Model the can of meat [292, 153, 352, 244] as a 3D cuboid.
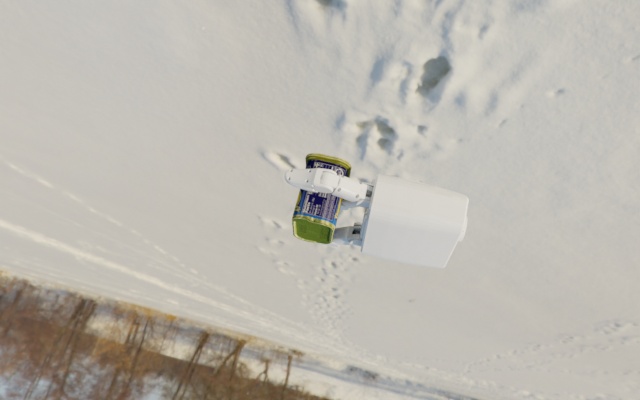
[{"bbox_3d":[0.000,0.002,0.595,0.057,0.084,0.102,13,-19,4],"label":"can of meat"}]
